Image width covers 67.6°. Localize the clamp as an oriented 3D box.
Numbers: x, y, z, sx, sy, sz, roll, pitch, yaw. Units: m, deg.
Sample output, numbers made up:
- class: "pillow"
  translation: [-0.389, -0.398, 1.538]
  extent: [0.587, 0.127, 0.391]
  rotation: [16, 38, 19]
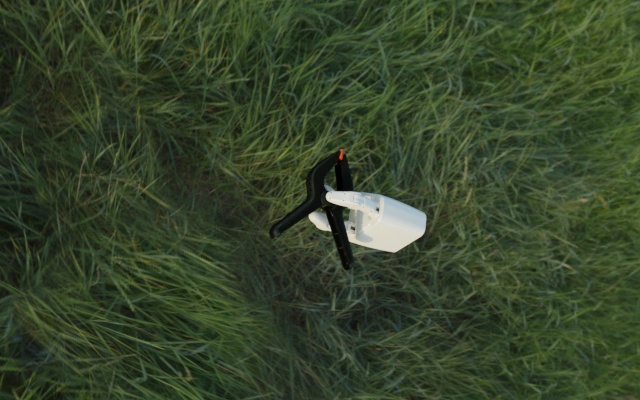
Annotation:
- class: "clamp"
  translation: [0.001, 0.002, 0.832]
  extent: [0.164, 0.210, 0.036]
  rotation: [19, -20, -27]
